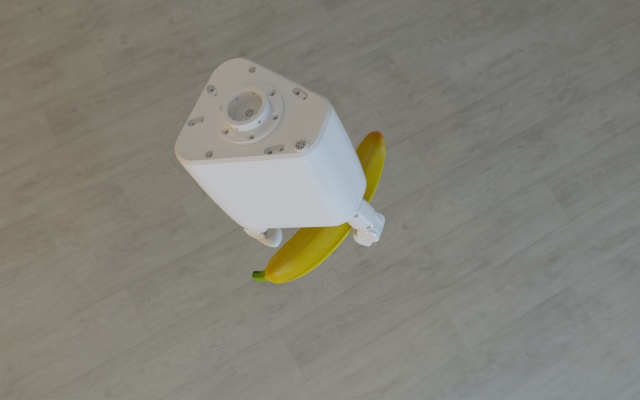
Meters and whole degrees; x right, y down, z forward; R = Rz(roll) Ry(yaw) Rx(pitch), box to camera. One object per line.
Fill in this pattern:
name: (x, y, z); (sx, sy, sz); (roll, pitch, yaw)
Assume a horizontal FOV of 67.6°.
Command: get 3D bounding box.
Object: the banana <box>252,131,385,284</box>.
banana: (0.008, 0.011, 0.461); (0.037, 0.198, 0.069); (46, -6, -40)
